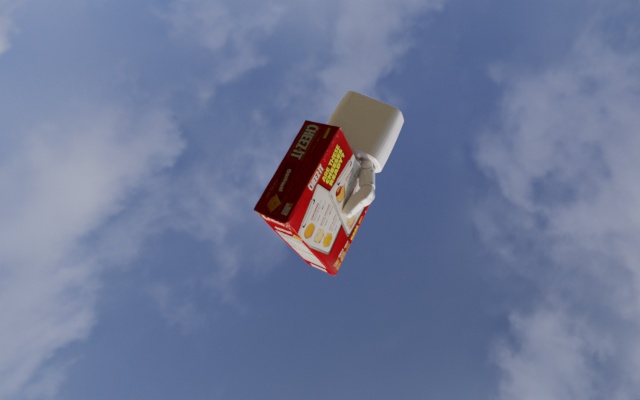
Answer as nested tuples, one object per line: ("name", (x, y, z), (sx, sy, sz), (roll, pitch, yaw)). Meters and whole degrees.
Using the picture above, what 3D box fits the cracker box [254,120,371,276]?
("cracker box", (0.000, 0.003, 0.760), (0.072, 0.164, 0.214), (18, -20, 29))
